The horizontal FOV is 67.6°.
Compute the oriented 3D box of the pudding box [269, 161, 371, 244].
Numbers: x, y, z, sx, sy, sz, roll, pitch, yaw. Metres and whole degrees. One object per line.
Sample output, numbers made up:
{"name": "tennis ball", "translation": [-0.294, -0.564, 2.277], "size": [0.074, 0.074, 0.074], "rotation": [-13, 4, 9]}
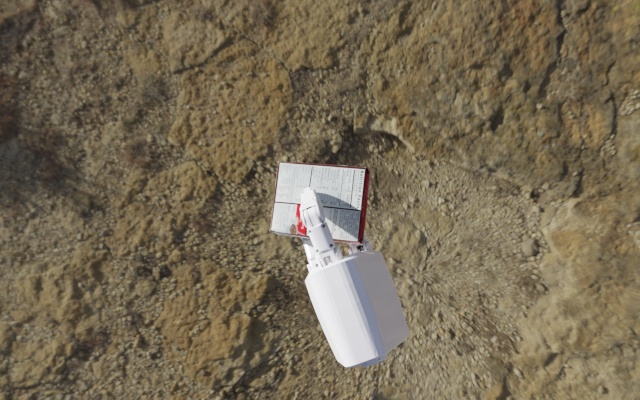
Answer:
{"name": "pudding box", "translation": [0.000, 0.002, 0.574], "size": [0.113, 0.090, 0.039], "rotation": [6, -6, 12]}
